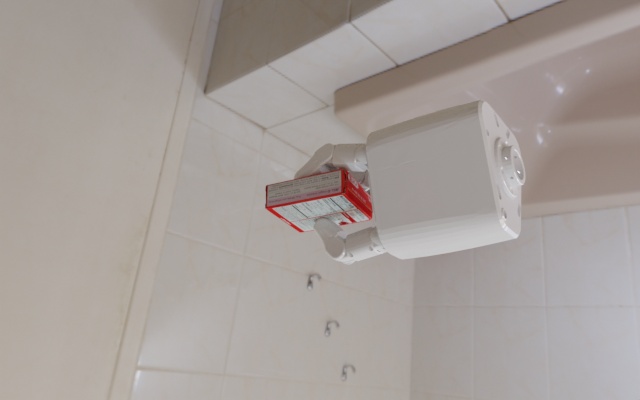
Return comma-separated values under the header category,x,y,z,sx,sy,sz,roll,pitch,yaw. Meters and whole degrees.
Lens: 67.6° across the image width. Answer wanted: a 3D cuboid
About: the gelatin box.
category,x,y,z,sx,sy,sz,roll,pitch,yaw
gelatin box,0.000,0.002,0.484,0.089,0.030,0.073,-12,-27,24
